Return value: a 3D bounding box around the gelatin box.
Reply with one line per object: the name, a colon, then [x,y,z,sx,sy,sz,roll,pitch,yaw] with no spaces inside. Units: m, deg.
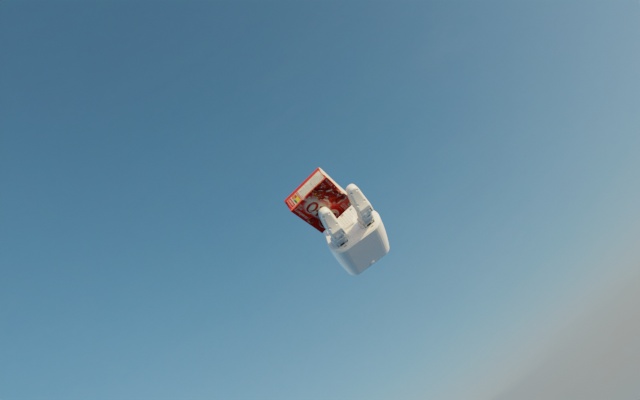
gelatin box: [0.000,0.002,0.724,0.089,0.073,0.030,39,10,-47]
